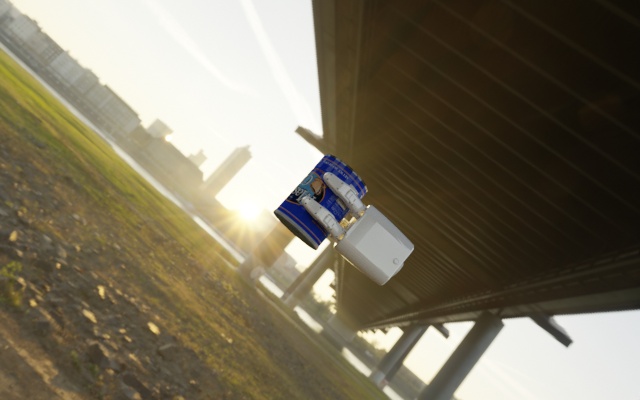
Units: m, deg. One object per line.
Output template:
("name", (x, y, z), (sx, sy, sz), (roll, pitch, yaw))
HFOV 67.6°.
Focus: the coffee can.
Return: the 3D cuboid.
("coffee can", (0.000, 0.003, 0.845), (0.103, 0.140, 0.103), (40, -11, 9))
